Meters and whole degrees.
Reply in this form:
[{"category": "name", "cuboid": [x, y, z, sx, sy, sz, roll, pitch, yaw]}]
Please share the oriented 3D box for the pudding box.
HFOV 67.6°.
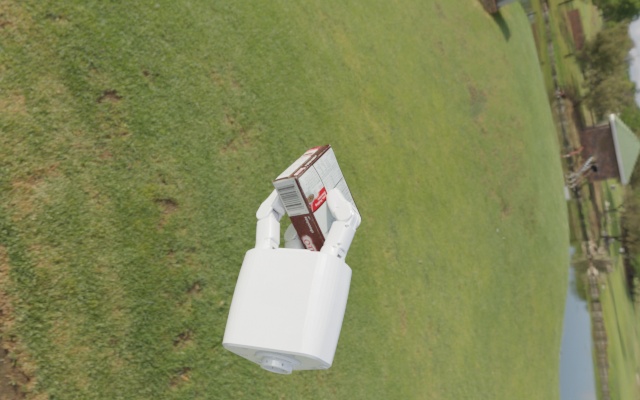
[{"category": "pudding box", "cuboid": [0.000, 0.002, 0.580, 0.039, 0.113, 0.090, -7, 26, 34]}]
